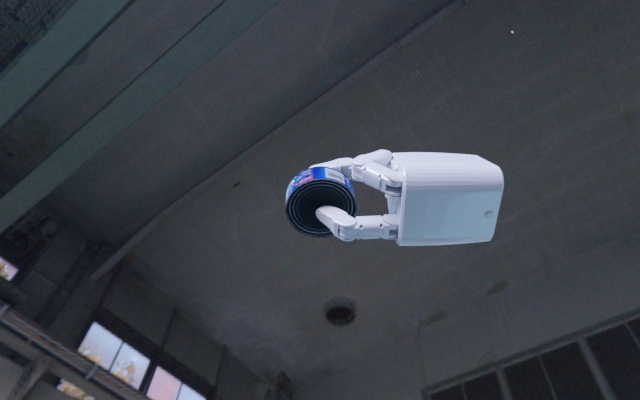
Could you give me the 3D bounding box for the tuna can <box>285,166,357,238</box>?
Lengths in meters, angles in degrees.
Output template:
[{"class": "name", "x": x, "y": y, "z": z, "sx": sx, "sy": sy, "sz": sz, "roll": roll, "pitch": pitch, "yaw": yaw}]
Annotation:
[{"class": "tuna can", "x": 0.000, "y": 0.002, "z": 0.582, "sx": 0.086, "sy": 0.086, "sz": 0.033, "roll": 0, "pitch": 35, "yaw": -3}]
